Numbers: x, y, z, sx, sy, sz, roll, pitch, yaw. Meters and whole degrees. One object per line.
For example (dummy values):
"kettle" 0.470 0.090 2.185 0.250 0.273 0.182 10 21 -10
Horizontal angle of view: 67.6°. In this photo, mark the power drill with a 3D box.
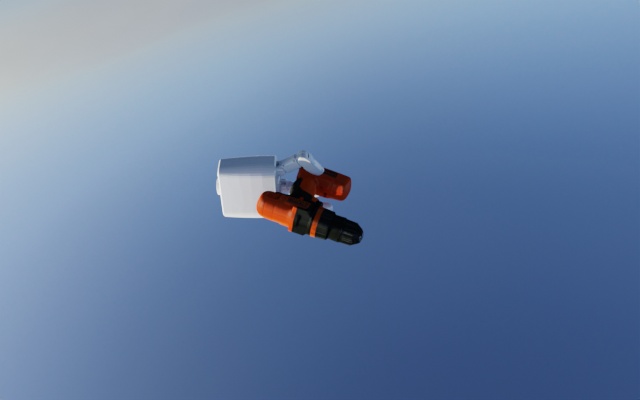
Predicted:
"power drill" 0.000 0.003 0.849 0.184 0.057 0.187 20 26 7
